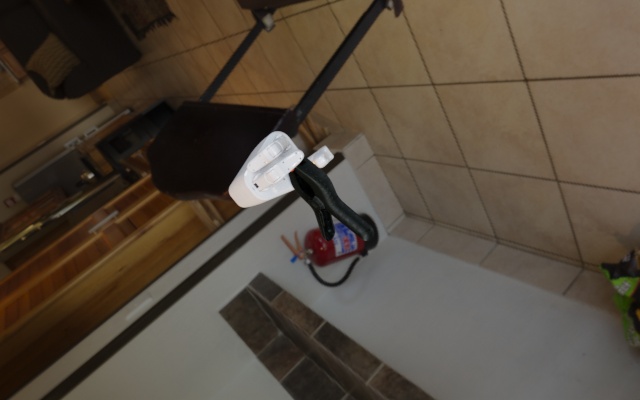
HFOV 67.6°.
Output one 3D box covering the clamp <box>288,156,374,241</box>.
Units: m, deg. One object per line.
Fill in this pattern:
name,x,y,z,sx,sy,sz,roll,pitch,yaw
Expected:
clamp,0.000,0.003,0.749,0.039,0.171,0.120,-44,10,-34
